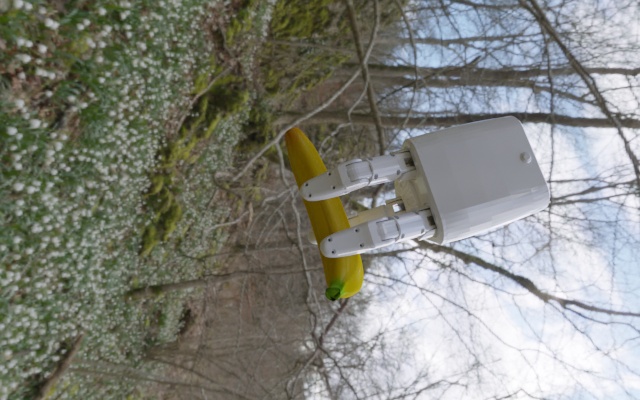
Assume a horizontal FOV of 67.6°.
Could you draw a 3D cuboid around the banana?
[{"bbox_3d":[0.005,0.014,0.452,0.037,0.197,0.070,-20,-38,2],"label":"banana"}]
